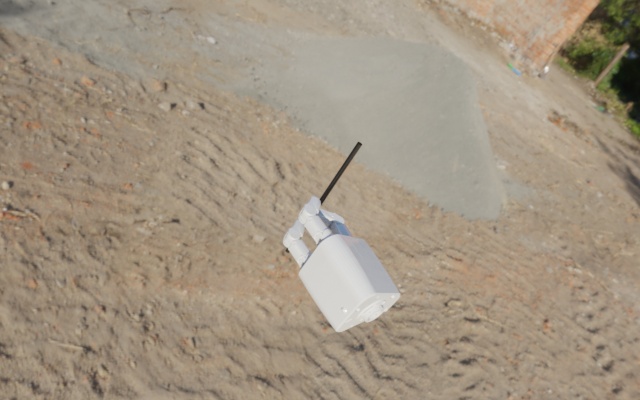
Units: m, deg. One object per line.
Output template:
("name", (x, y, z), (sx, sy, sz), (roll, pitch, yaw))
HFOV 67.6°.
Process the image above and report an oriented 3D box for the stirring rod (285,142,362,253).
("stirring rod", (0.000, 0.003, 0.748), (0.011, 0.011, 0.240), (0, -44, -41))
